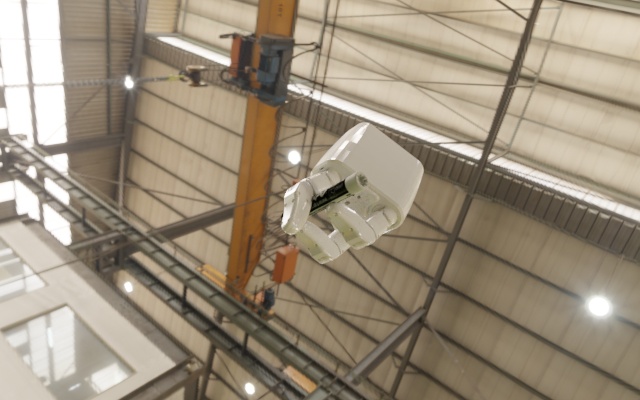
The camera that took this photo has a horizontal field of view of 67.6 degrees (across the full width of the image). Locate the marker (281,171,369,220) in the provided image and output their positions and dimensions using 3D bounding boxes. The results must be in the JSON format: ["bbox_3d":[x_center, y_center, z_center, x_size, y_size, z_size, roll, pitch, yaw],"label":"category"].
[{"bbox_3d":[0.000,0.002,0.497,0.020,0.020,0.121,0,-21,-45],"label":"marker"}]
